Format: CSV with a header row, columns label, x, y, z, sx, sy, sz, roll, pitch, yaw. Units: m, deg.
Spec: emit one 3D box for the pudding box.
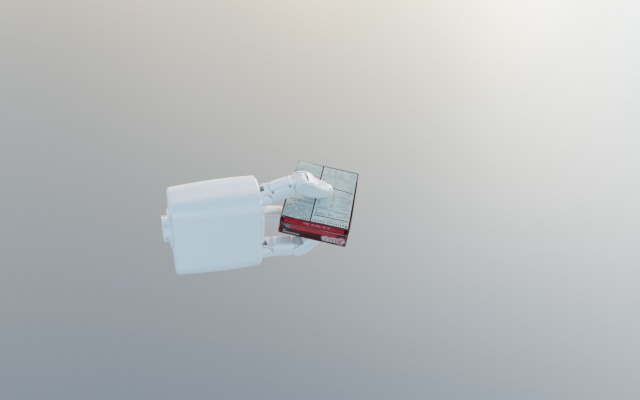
label,x,y,z,sx,sy,sz,roll,pitch,yaw
pudding box,0.000,0.002,0.635,0.090,0.113,0.039,13,-43,1
